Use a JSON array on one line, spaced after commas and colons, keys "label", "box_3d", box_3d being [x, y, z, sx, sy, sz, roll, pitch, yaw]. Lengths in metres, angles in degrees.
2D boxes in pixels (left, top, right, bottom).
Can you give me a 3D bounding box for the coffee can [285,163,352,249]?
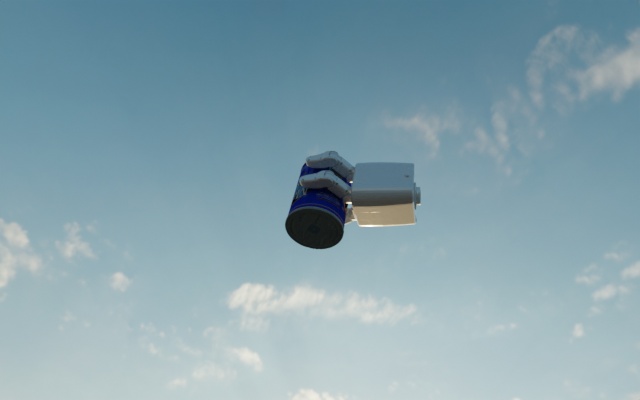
[{"label": "coffee can", "box_3d": [0.000, 0.003, 0.867, 0.103, 0.103, 0.140, 0, 44, 13]}]
